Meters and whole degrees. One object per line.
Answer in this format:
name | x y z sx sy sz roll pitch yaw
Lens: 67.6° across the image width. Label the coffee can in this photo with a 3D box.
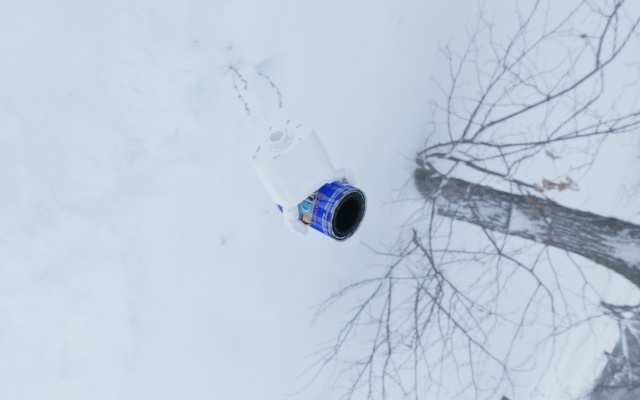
coffee can | 0.000 0.003 0.885 0.140 0.103 0.103 25 15 37
